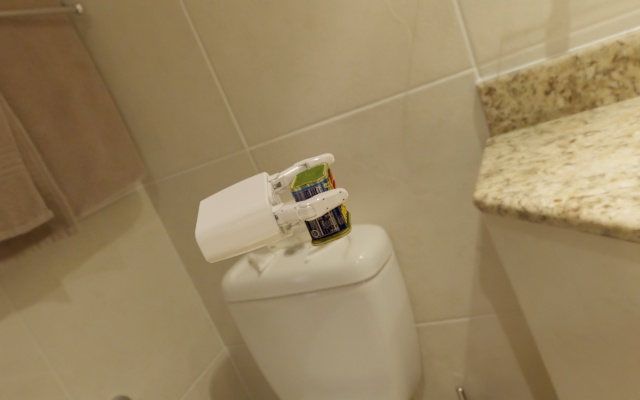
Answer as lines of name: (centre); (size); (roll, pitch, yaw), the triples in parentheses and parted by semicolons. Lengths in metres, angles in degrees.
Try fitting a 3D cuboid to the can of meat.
can of meat: (0.000, 0.002, 0.648); (0.057, 0.084, 0.102); (-21, 14, 8)
